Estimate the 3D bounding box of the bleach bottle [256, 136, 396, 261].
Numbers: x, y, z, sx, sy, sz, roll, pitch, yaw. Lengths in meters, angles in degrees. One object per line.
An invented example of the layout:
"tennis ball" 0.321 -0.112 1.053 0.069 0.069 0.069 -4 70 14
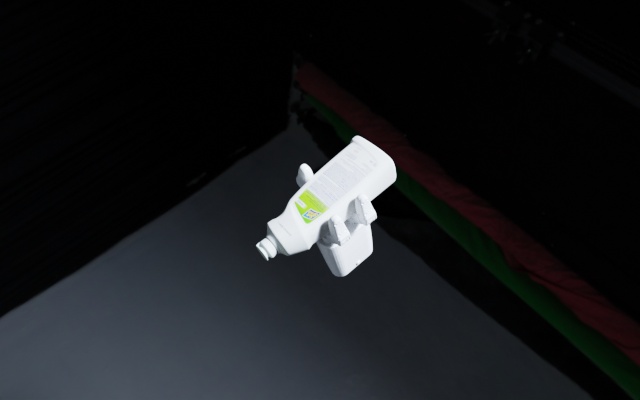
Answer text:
"bleach bottle" 0.000 0.003 0.769 0.251 0.068 0.102 -38 52 -16
